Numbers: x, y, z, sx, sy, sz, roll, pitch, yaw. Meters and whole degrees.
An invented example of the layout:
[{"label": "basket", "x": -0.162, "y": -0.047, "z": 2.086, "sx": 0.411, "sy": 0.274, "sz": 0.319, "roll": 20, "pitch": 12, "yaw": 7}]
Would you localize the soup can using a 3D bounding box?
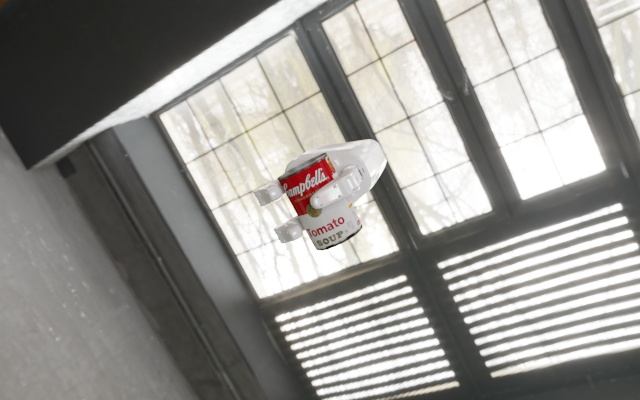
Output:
[{"label": "soup can", "x": 0.000, "y": 0.002, "z": 0.584, "sx": 0.068, "sy": 0.102, "sz": 0.068, "roll": -27, "pitch": 9, "yaw": 4}]
